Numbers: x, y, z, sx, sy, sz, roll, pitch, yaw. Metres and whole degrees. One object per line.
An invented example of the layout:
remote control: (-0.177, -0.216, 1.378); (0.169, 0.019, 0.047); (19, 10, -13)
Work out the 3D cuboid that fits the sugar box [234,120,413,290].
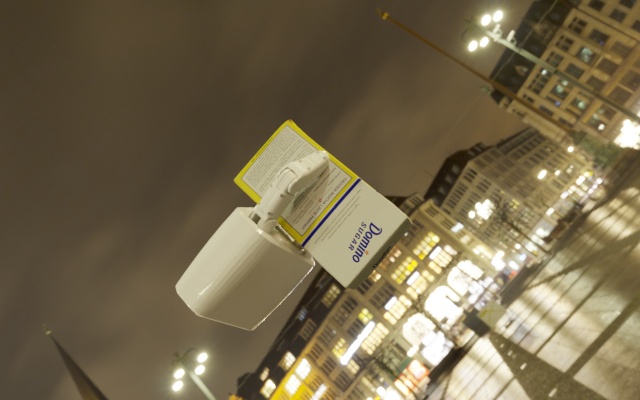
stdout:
sugar box: (0.000, 0.002, 0.504); (0.176, 0.093, 0.048); (42, 2, 21)
